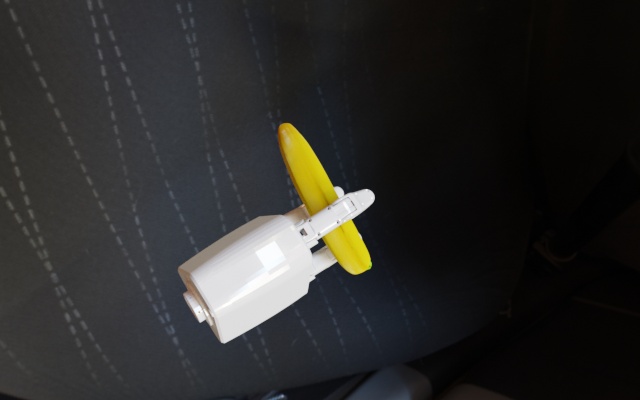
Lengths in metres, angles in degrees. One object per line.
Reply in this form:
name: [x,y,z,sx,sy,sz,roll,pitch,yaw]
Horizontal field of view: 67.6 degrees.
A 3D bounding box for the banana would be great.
banana: [0.005,0.008,0.515,0.037,0.198,0.069,-30,13,-2]
